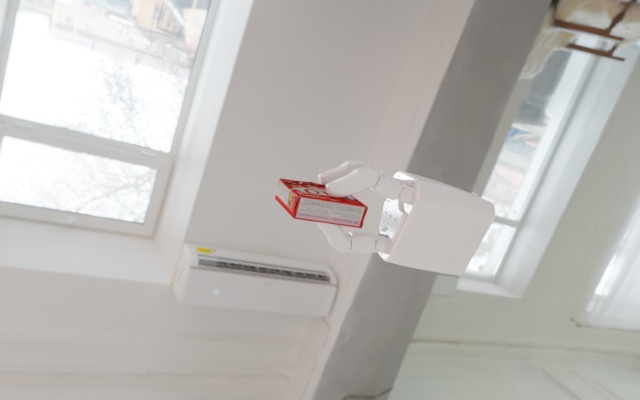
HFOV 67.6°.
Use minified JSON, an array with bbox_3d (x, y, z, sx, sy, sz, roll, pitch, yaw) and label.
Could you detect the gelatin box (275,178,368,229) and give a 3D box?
[{"bbox_3d":[0.000,0.002,0.558,0.089,0.030,0.073,8,15,-24],"label":"gelatin box"}]
